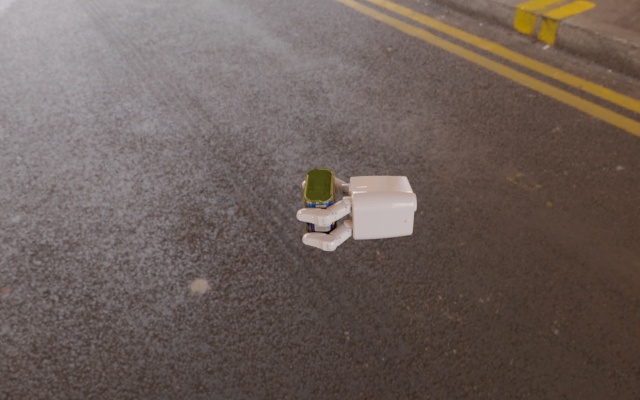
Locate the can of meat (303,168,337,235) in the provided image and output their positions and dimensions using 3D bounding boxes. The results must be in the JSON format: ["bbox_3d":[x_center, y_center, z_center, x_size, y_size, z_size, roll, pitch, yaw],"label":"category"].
[{"bbox_3d":[0.000,0.002,0.861,0.057,0.084,0.102,-1,40,4],"label":"can of meat"}]
